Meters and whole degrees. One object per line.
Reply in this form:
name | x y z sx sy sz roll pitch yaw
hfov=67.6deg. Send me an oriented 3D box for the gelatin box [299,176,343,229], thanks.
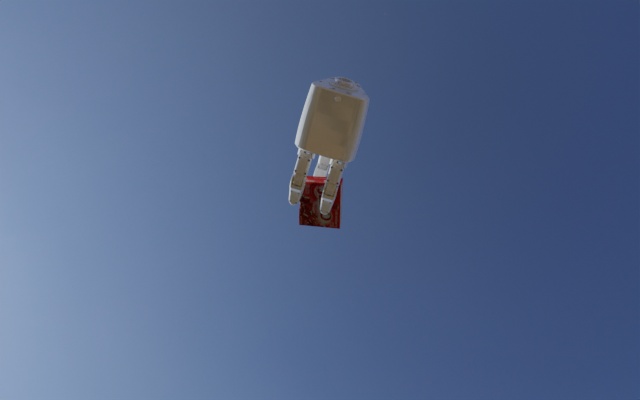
gelatin box | 0.000 0.003 0.824 0.073 0.089 0.030 5 29 8
